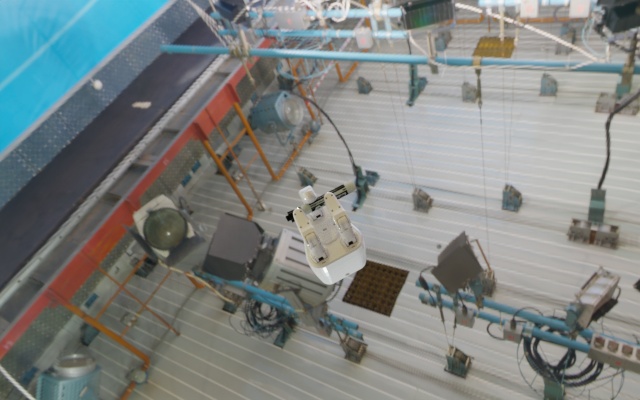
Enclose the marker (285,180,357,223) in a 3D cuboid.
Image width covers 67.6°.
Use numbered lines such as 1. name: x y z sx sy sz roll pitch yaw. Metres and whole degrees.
1. marker: 0.000 0.002 0.760 0.121 0.020 0.020 -27 2 -3
